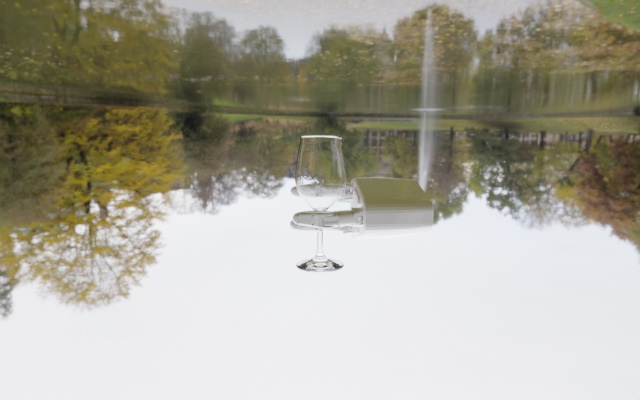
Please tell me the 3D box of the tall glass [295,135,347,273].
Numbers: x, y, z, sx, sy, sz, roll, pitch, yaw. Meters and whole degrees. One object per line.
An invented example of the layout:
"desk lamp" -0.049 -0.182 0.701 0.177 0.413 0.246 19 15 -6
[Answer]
"tall glass" 0.000 0.003 0.725 0.079 0.201 0.079 0 9 0
